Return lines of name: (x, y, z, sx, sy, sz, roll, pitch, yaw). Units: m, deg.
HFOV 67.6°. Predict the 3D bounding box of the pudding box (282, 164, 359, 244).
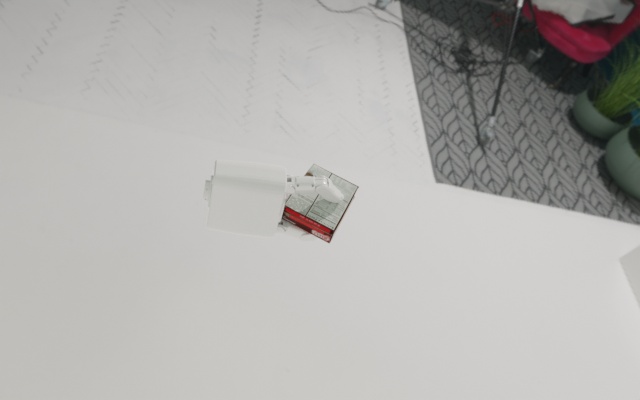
pudding box: (0.000, 0.002, 0.764, 0.090, 0.113, 0.039, 28, -39, 4)
